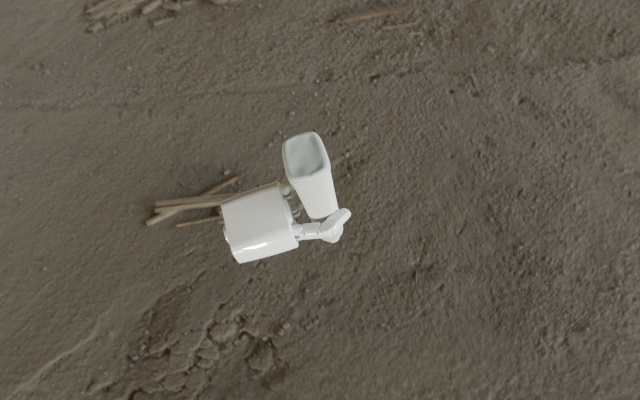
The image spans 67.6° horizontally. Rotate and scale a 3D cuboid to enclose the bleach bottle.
[{"bbox_3d":[0.000,0.003,0.821,0.068,0.102,0.251,-17,-38,2],"label":"bleach bottle"}]
